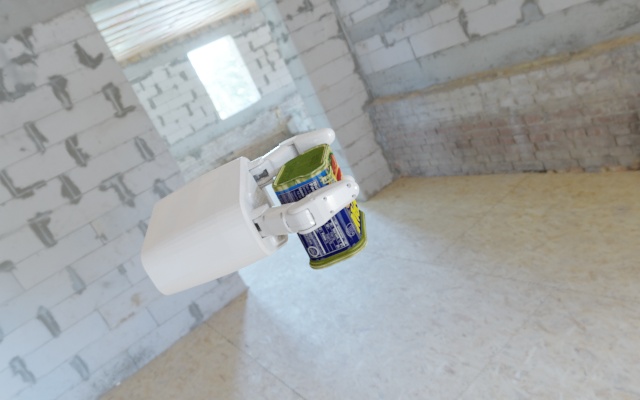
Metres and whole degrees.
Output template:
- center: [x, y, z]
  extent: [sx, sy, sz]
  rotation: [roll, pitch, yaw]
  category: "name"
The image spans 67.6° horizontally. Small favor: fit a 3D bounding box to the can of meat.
- center: [0.000, 0.001, 0.446]
  extent: [0.057, 0.084, 0.102]
  rotation: [-24, 17, 11]
  category: "can of meat"
